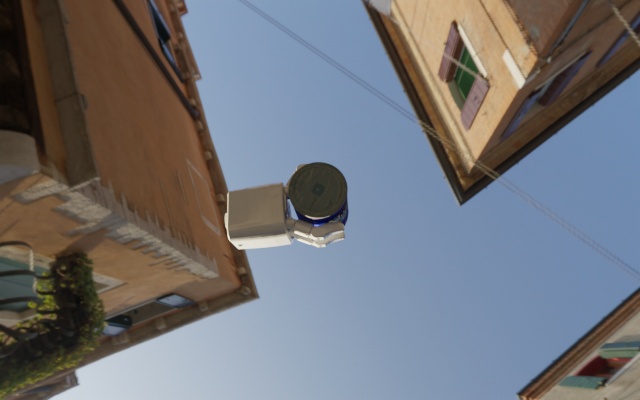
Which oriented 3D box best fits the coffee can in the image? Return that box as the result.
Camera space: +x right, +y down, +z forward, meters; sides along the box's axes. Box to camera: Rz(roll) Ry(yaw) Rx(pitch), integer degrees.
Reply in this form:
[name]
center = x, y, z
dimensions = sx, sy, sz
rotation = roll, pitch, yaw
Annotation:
[coffee can]
center = 0.000, 0.003, 0.885
dimensions = 0.103, 0.102, 0.140
rotation = 0, -19, 4
